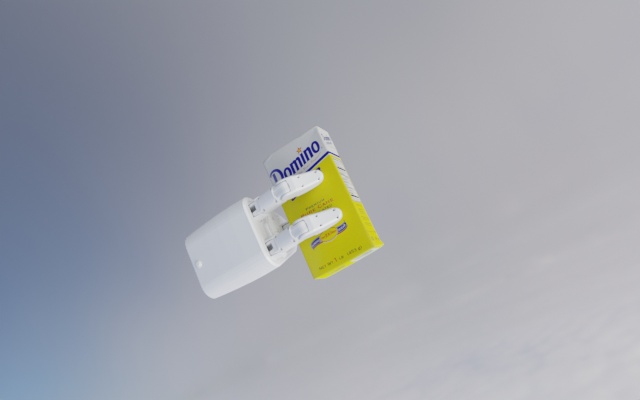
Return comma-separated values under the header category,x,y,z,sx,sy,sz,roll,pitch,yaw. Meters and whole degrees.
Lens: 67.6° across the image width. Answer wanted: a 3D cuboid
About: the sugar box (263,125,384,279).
category,x,y,z,sx,sy,sz,roll,pitch,yaw
sugar box,0.000,0.002,0.617,0.093,0.176,0.048,-31,-15,18
